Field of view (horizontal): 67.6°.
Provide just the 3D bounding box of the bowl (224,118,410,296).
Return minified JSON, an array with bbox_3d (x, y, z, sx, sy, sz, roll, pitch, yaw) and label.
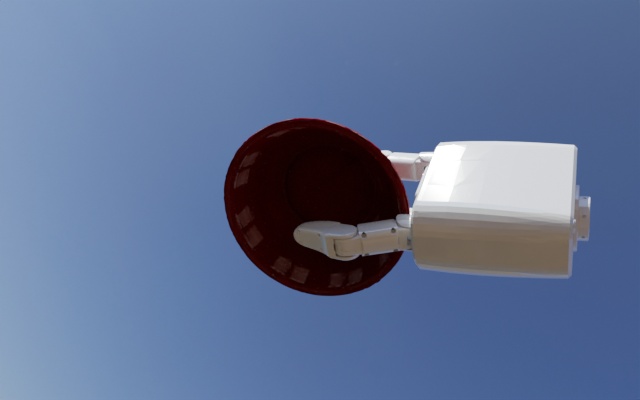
[{"bbox_3d":[-0.001,0.001,0.418,0.162,0.162,0.055,0,23,17],"label":"bowl"}]
